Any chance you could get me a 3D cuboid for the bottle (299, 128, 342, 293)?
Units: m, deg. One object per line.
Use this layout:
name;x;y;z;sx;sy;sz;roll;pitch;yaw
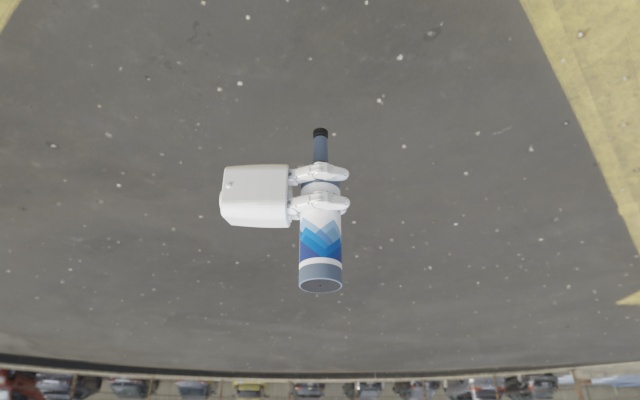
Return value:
bottle;0.000;0.003;0.798;0.069;0.295;0.069;0;-30;0
